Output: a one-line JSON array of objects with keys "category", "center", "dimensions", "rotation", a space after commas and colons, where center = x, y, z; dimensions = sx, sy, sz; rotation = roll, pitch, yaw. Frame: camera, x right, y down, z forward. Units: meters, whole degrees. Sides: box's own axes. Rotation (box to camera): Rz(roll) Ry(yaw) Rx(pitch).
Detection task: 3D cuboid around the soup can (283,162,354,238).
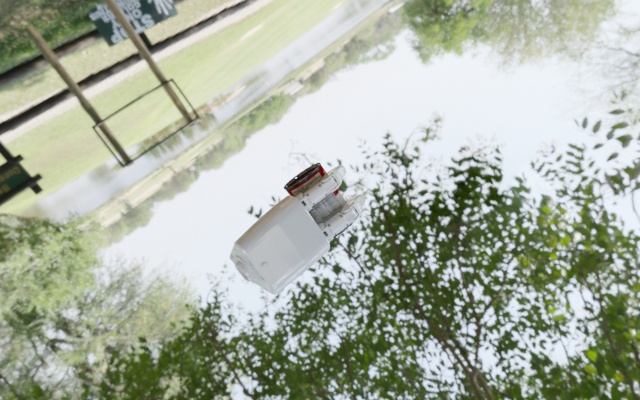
[{"category": "soup can", "center": [0.001, 0.002, 0.729], "dimensions": [0.068, 0.102, 0.068], "rotation": [-33, 12, 8]}]
